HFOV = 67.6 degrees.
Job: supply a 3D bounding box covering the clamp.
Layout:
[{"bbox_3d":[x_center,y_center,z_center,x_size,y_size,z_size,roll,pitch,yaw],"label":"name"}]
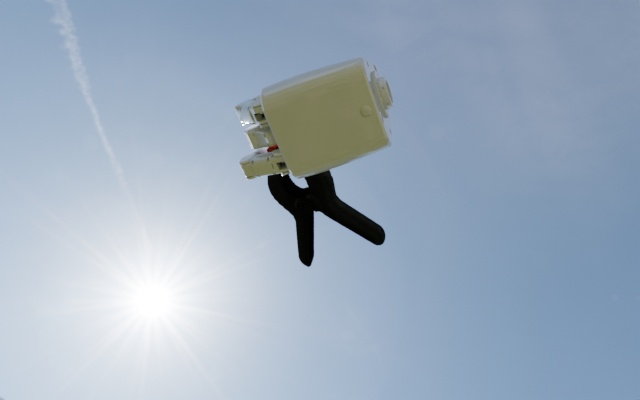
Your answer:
[{"bbox_3d":[0.000,0.001,0.561,0.120,0.171,0.039,-15,28,20],"label":"clamp"}]
